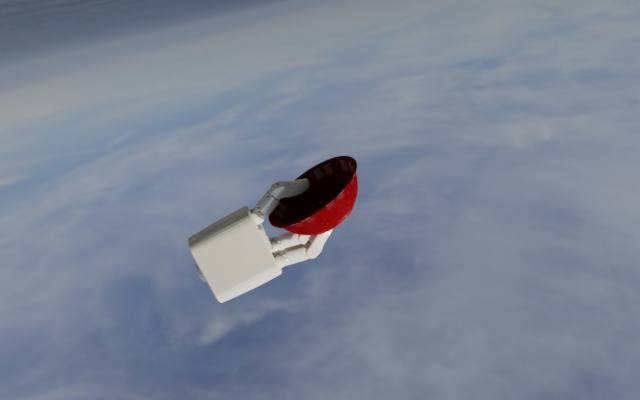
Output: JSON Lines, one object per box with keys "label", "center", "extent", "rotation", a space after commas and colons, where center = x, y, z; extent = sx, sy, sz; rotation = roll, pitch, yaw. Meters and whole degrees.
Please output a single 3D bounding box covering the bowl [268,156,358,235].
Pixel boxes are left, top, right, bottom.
{"label": "bowl", "center": [0.001, 0.002, 0.735], "extent": [0.162, 0.055, 0.162], "rotation": [-31, 24, 16]}
